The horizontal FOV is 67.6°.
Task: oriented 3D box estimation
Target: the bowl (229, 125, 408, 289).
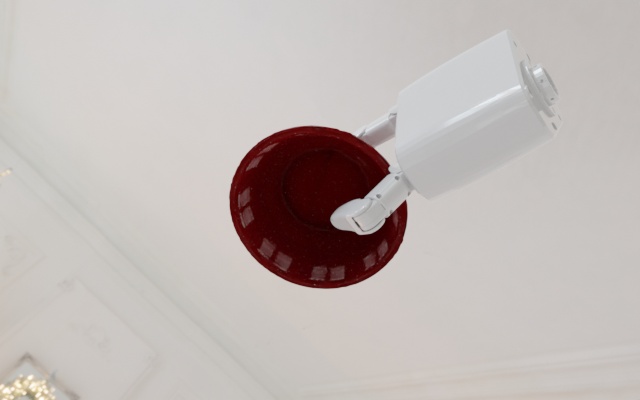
[{"bbox_3d":[-0.001,0.002,0.449,0.162,0.162,0.055,0,24,10],"label":"bowl"}]
